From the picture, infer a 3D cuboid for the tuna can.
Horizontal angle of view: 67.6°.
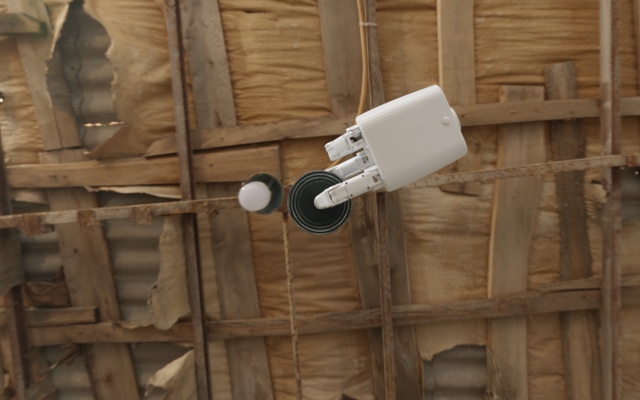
[{"bbox_3d":[0.000,0.002,0.641,0.086,0.086,0.034,0,4,2],"label":"tuna can"}]
